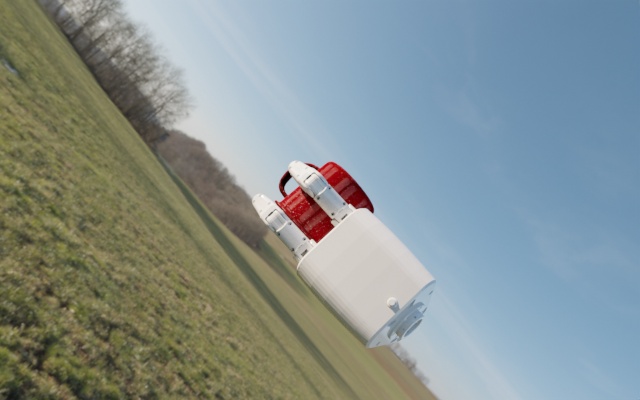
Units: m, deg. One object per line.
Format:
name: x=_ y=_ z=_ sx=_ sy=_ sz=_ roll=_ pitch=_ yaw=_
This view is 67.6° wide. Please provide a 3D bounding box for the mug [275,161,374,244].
mug: x=-0.001 y=0.001 z=0.558 sx=0.117 sy=0.081 sz=0.093 roll=46 pitch=-6 yaw=27
